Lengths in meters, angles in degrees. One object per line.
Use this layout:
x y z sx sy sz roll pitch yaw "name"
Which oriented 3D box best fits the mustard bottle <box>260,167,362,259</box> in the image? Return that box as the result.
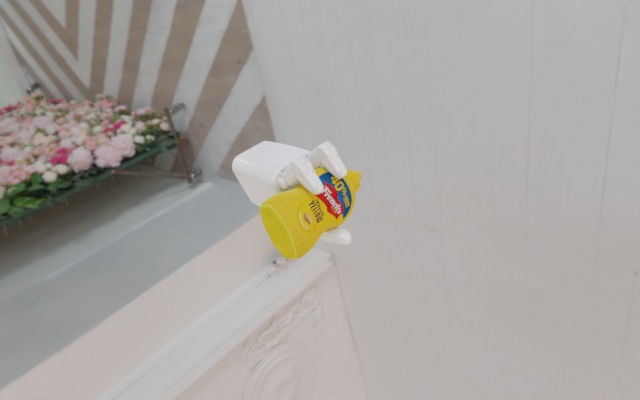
0.000 0.003 0.738 0.191 0.096 0.058 -36 17 -36 "mustard bottle"
